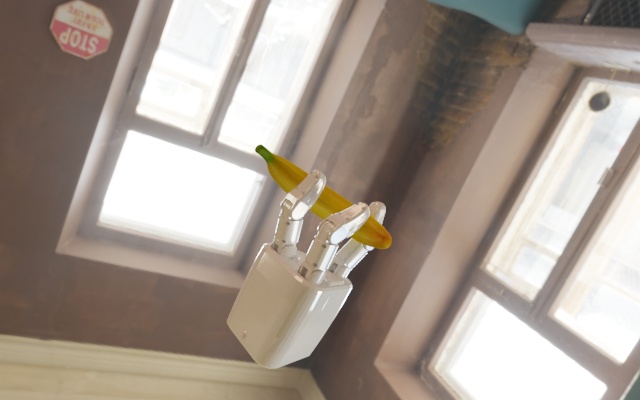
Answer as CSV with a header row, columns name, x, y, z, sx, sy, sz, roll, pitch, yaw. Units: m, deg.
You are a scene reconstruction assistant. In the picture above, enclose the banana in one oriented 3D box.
name,x,y,z,sx,sy,sz,roll,pitch,yaw
banana,0.003,0.002,0.566,0.197,0.037,0.069,34,4,19
